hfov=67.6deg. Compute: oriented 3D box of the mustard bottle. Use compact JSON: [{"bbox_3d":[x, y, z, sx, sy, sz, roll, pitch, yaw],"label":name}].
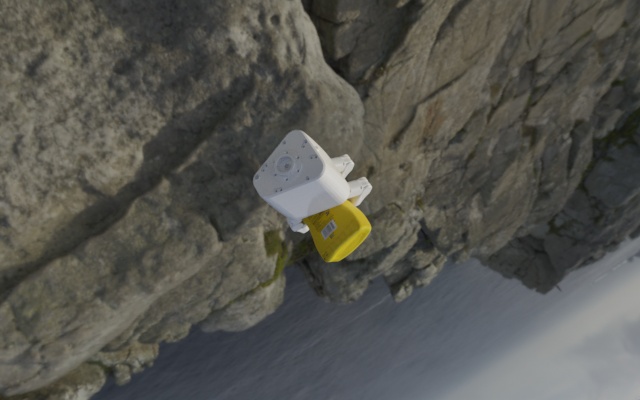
[{"bbox_3d":[0.000,0.003,0.807,0.058,0.191,0.096,2,-43,-49],"label":"mustard bottle"}]
